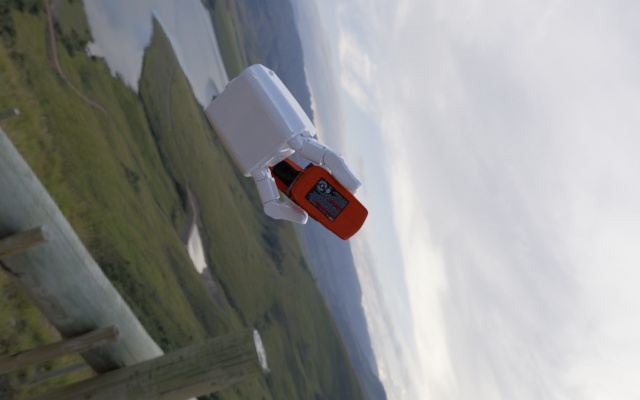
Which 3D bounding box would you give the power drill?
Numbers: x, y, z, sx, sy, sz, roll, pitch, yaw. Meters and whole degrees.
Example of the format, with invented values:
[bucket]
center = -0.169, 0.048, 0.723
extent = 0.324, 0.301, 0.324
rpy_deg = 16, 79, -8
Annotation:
[power drill]
center = 0.000, 0.002, 0.694
extent = 0.184, 0.057, 0.187
rpy_deg = 39, -5, -17
